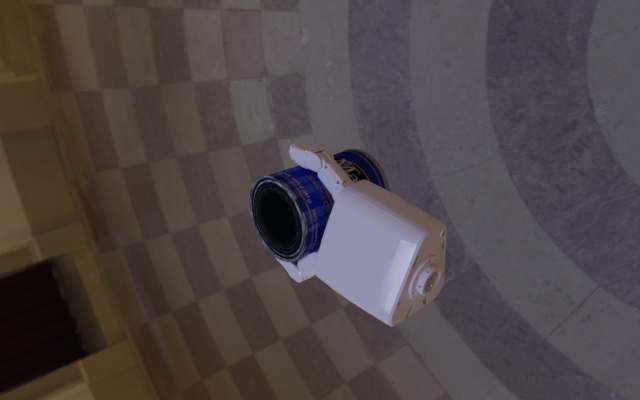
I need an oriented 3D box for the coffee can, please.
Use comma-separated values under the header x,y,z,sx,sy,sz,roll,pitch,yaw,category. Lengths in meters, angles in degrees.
x,y,z,sx,sy,sz,roll,pitch,yaw,category
0.000,0.002,0.578,0.140,0.103,0.103,-21,13,-39,coffee can
